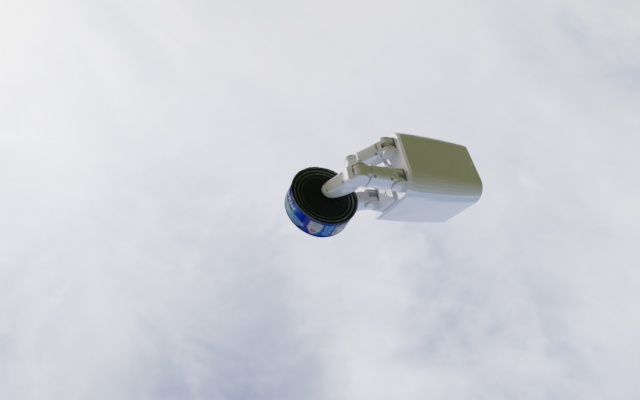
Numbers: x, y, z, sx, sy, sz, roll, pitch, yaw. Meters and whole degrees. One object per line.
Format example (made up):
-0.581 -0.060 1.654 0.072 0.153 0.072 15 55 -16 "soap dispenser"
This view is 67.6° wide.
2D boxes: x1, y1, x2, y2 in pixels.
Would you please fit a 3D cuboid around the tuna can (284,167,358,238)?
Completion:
0.000 0.002 0.582 0.086 0.086 0.034 0 -36 -25 "tuna can"
